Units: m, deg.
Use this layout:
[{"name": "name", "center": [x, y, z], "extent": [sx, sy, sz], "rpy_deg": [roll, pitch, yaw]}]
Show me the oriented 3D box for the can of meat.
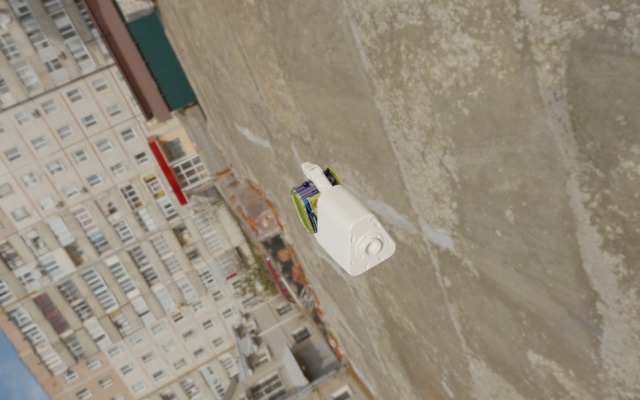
[{"name": "can of meat", "center": [0.000, 0.003, 0.869], "extent": [0.084, 0.102, 0.057], "rpy_deg": [-28, 39, -13]}]
